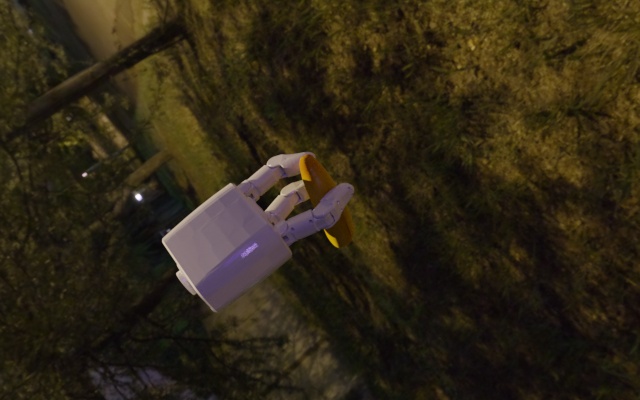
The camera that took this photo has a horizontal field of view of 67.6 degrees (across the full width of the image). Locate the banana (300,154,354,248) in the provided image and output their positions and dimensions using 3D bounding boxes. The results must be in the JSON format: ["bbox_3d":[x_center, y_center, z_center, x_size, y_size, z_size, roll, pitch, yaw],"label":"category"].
[{"bbox_3d":[0.012,0.016,0.607,0.037,0.069,0.198,-38,-27,-9],"label":"banana"}]
